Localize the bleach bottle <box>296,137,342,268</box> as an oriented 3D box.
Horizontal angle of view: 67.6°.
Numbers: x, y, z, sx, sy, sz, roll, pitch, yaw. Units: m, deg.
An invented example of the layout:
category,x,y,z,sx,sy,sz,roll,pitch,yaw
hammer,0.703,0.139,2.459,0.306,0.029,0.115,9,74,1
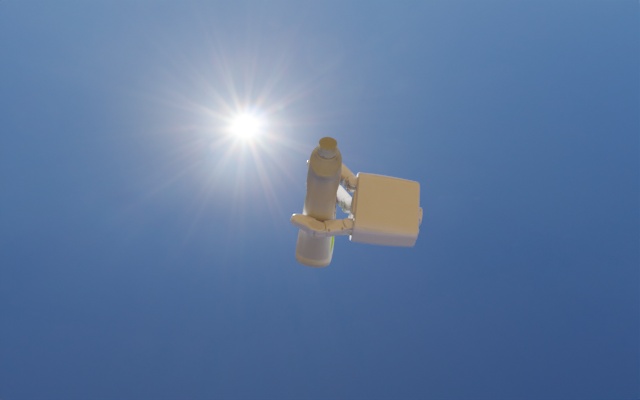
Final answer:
category,x,y,z,sx,sy,sz,roll,pitch,yaw
bleach bottle,0.000,0.003,0.802,0.068,0.102,0.251,8,-41,0
